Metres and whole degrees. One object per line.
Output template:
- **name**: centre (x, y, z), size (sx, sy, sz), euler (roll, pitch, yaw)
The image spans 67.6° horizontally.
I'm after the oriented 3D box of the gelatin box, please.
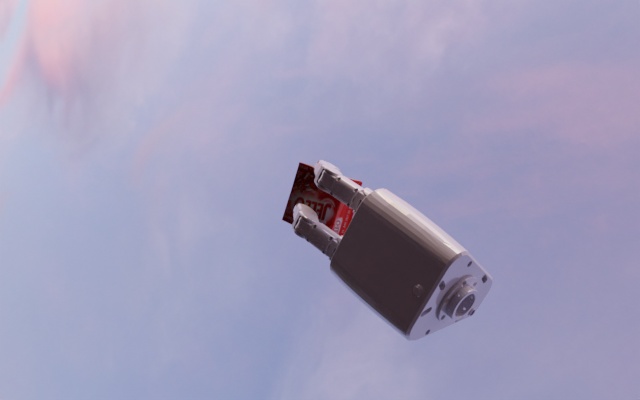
- **gelatin box**: centre (0.000, 0.002, 0.544), size (0.030, 0.073, 0.089), euler (12, 7, -42)
